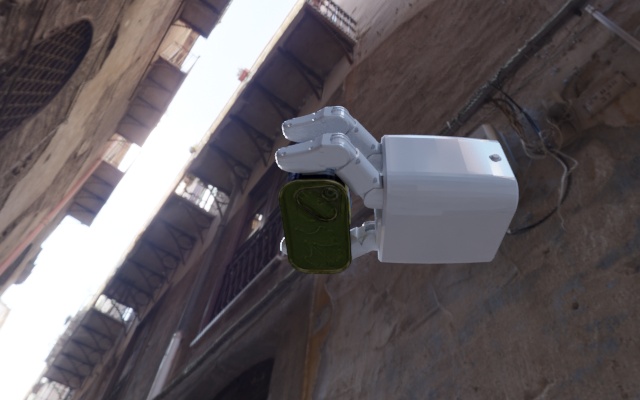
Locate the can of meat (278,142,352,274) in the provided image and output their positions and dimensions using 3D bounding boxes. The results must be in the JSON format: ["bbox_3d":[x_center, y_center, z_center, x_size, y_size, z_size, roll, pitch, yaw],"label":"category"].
[{"bbox_3d":[0.000,0.001,0.436,0.057,0.102,0.084,-1,36,7],"label":"can of meat"}]
